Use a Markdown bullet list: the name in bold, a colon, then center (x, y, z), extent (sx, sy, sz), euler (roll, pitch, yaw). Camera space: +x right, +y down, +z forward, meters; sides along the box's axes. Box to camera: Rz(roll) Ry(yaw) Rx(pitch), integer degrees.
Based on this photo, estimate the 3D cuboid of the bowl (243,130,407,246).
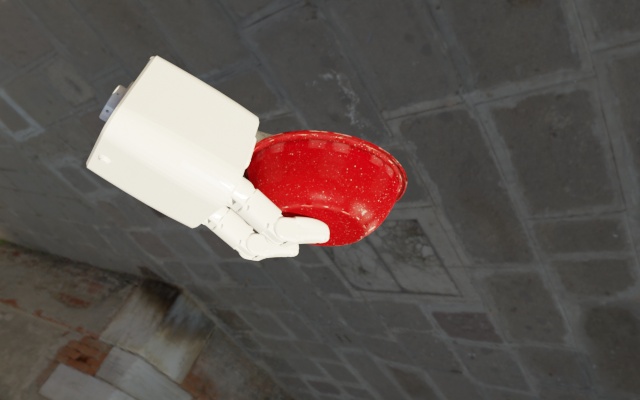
- **bowl**: center (0.001, 0.002, 0.457), extent (0.162, 0.055, 0.162), euler (6, -27, 3)
